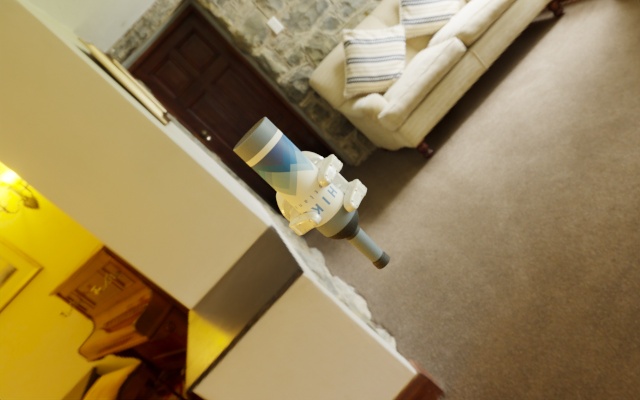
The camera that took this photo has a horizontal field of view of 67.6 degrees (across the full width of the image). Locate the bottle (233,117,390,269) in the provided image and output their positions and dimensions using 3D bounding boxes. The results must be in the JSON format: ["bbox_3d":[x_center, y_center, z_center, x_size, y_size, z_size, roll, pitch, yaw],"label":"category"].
[{"bbox_3d":[0.000,0.002,0.721,0.296,0.069,0.069,44,-16,-17],"label":"bottle"}]
